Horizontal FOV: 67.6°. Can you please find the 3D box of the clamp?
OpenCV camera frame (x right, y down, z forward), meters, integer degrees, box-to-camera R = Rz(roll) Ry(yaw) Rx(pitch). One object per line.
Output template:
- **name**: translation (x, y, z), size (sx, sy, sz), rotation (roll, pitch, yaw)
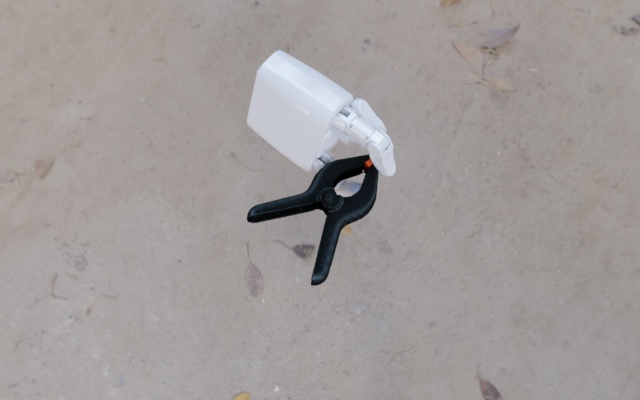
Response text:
- **clamp**: translation (0.000, 0.002, 0.564), size (0.120, 0.171, 0.039), rotation (36, -20, 8)
